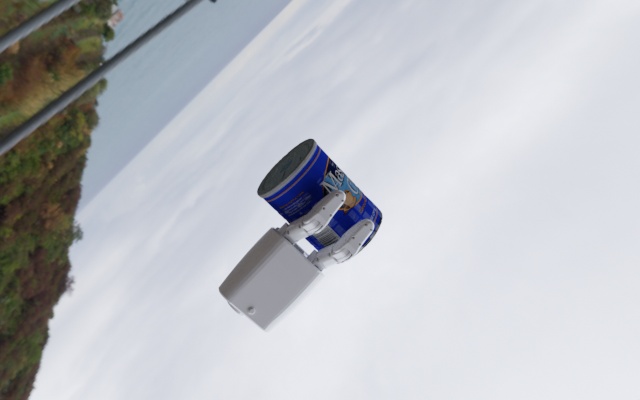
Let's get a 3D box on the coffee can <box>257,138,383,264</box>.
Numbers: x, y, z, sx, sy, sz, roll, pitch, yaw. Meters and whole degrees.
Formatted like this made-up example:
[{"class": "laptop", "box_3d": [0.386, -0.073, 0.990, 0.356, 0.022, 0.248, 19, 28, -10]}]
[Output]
[{"class": "coffee can", "box_3d": [0.000, 0.002, 0.642, 0.140, 0.102, 0.103, 45, -18, -18]}]
